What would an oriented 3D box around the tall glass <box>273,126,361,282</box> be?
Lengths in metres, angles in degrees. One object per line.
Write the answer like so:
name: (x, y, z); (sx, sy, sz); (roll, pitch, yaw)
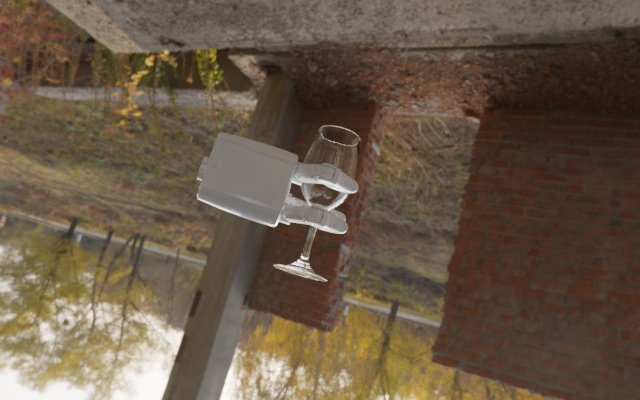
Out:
tall glass: (0.000, 0.003, 0.645); (0.079, 0.201, 0.079); (16, -13, 4)
